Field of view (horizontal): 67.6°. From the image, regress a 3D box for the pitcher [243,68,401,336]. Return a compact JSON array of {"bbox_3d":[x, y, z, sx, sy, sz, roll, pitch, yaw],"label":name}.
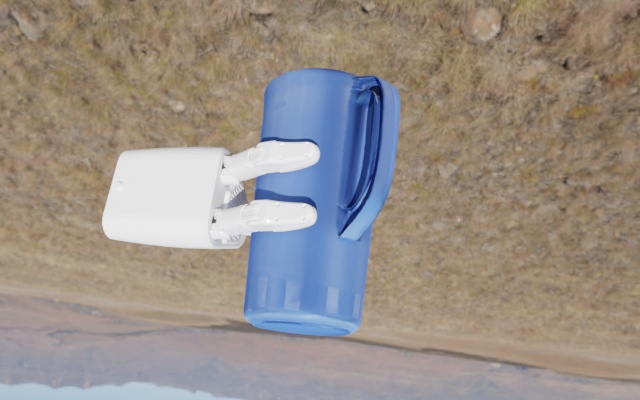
[{"bbox_3d":[0.000,0.002,0.465,0.145,0.242,0.149,3,-20,8],"label":"pitcher"}]
